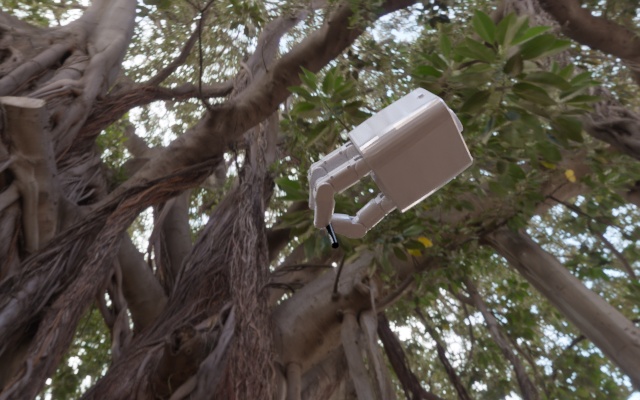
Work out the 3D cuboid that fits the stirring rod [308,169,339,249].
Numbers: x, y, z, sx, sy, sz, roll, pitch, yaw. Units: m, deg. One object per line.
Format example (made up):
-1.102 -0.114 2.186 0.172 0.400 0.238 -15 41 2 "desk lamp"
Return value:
0.000 0.002 0.625 0.011 0.011 0.239 0 23 -8 "stirring rod"
